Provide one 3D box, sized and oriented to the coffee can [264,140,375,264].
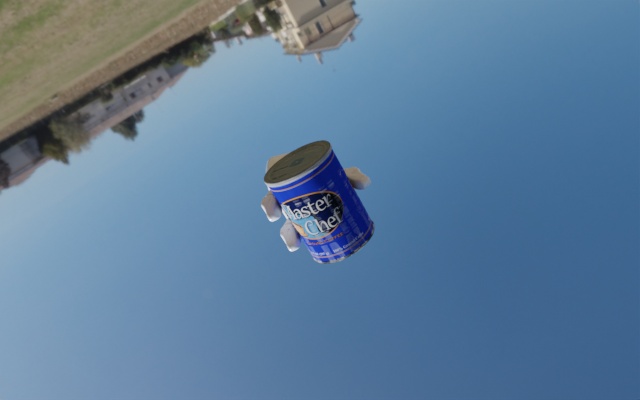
[{"bbox_3d":[0.000,0.002,0.668,0.103,0.140,0.102,-26,23,12],"label":"coffee can"}]
